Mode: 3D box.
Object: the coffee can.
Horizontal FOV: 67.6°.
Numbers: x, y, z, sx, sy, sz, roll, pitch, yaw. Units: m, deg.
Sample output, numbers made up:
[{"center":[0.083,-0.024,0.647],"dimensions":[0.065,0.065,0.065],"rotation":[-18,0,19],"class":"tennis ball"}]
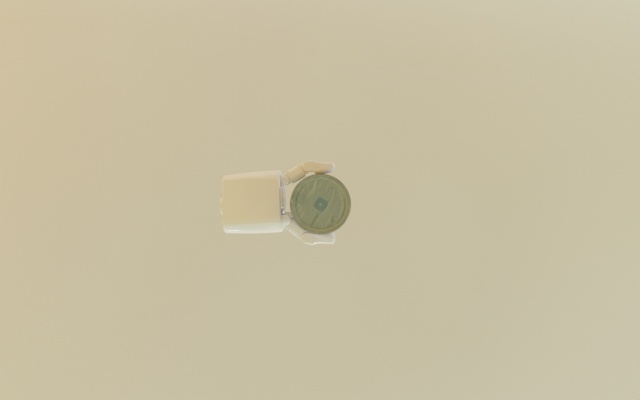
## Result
[{"center":[0.000,0.003,0.864],"dimensions":[0.103,0.103,0.140],"rotation":[0,3,0],"class":"coffee can"}]
